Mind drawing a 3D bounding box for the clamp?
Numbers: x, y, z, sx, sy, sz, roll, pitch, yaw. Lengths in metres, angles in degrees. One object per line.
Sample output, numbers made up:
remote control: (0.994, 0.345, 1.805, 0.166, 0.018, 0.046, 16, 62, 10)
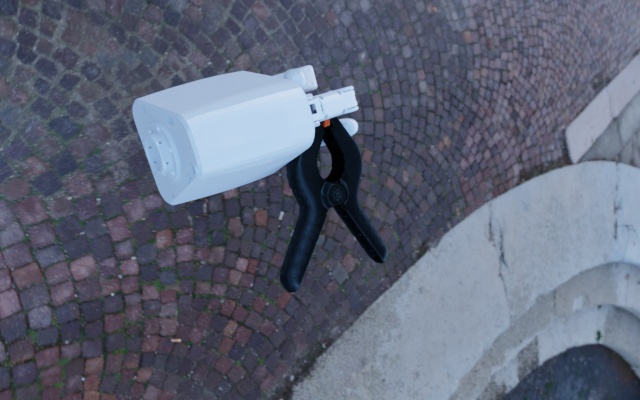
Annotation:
clamp: (0.000, 0.001, 0.451, 0.120, 0.171, 0.039, -24, 15, -35)
